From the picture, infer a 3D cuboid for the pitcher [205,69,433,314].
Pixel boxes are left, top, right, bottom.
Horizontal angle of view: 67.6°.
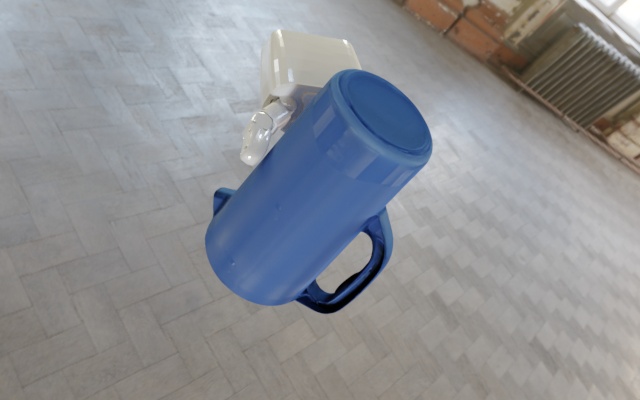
[{"bbox_3d":[0.000,0.001,0.470,0.149,0.145,0.243,17,-44,-28],"label":"pitcher"}]
